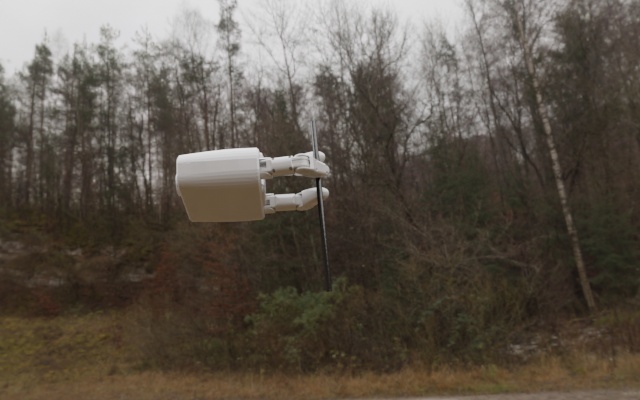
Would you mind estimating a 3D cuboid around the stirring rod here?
[{"bbox_3d":[0.000,0.002,0.649,0.011,0.239,0.011,-5,-17,-1],"label":"stirring rod"}]
